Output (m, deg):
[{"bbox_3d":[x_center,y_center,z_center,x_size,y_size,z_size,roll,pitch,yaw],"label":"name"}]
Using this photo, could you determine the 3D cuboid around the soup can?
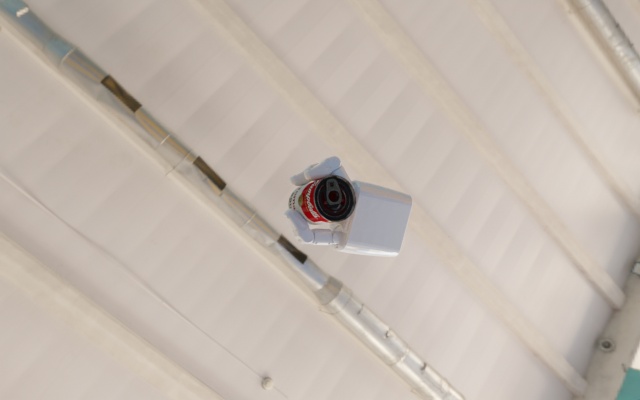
[{"bbox_3d":[0.000,0.002,0.724,0.068,0.068,0.102,0,-6,-26],"label":"soup can"}]
